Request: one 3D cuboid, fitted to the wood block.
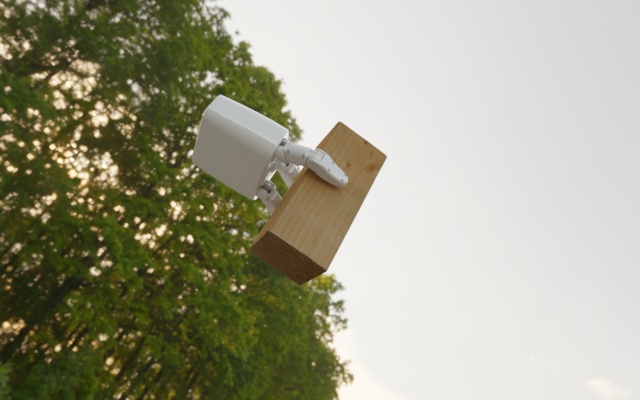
[{"bbox_3d":[0.000,0.002,0.665,0.090,0.206,0.091,36,-32,-8],"label":"wood block"}]
